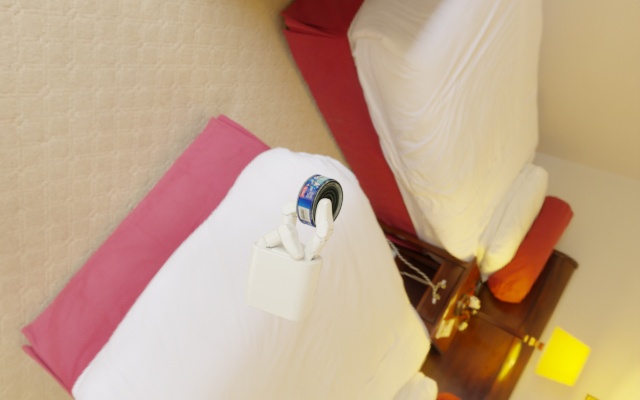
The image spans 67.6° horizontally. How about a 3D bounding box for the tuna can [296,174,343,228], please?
[{"bbox_3d":[0.001,0.003,0.772,0.033,0.086,0.086,18,10,34],"label":"tuna can"}]
